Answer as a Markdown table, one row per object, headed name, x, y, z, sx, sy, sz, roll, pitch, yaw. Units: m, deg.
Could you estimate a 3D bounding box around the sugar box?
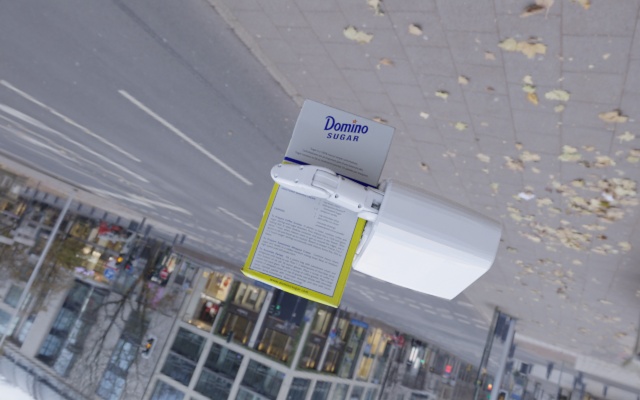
| name | x | y | z | sx | sy | sz | roll | pitch | yaw |
| --- | --- | --- | --- | --- | --- | --- | --- | --- | --- |
| sugar box | 0.000 | 0.002 | 0.452 | 0.093 | 0.176 | 0.048 | 20 | -14 | 2 |
